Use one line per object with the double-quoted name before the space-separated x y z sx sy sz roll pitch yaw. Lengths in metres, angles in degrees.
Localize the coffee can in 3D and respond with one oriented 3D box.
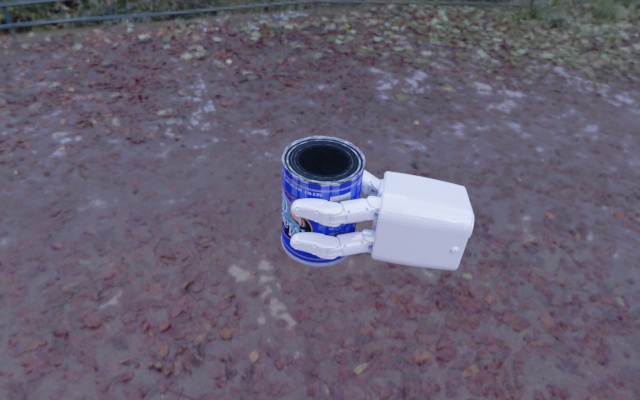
"coffee can" 0.000 0.002 0.625 0.103 0.140 0.102 2 40 -2
